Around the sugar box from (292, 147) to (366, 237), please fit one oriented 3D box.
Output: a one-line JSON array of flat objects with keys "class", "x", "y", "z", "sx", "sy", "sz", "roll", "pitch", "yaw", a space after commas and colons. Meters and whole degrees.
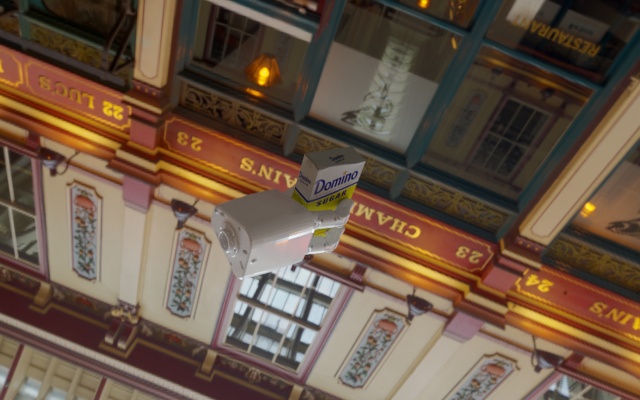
[{"class": "sugar box", "x": 0.000, "y": 0.003, "z": 0.751, "sx": 0.093, "sy": 0.176, "sz": 0.048, "roll": -13, "pitch": 49, "yaw": -35}]
